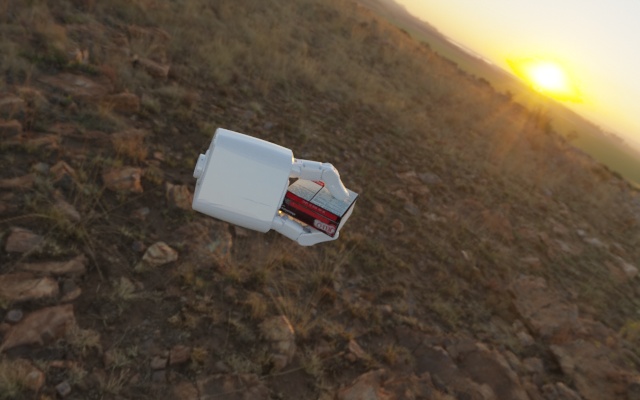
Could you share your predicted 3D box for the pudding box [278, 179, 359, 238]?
[{"bbox_3d":[0.000,0.002,0.693,0.090,0.039,0.113,28,25,8],"label":"pudding box"}]
